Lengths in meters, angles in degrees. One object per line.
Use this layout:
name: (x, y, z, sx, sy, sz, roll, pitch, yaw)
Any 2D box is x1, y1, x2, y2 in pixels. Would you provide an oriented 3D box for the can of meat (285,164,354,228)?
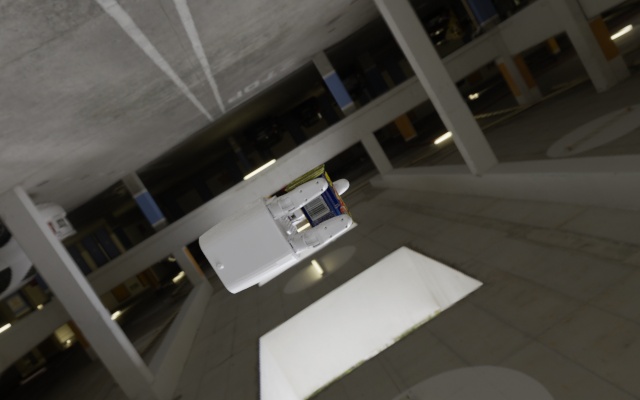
can of meat: (0.000, 0.002, 0.646, 0.057, 0.084, 0.102, -30, 6, 5)
